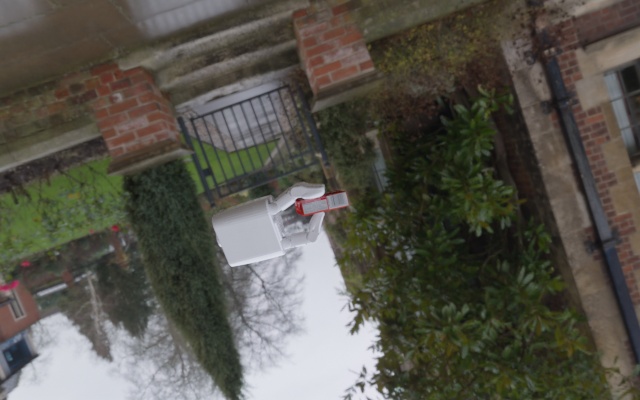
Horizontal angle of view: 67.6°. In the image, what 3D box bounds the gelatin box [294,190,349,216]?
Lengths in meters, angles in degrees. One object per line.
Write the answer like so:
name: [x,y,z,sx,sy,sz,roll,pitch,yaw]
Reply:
gelatin box: [0.001,0.003,0.884,0.089,0.030,0.073,-13,5,-9]
